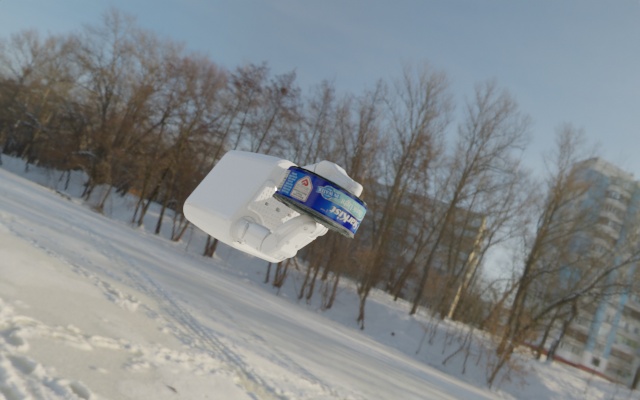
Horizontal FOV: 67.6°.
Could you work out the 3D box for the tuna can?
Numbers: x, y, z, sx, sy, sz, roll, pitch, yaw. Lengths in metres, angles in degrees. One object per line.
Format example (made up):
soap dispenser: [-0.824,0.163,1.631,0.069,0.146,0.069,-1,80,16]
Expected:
tuna can: [0.000,0.001,0.449,0.086,0.033,0.086,28,-6,3]
